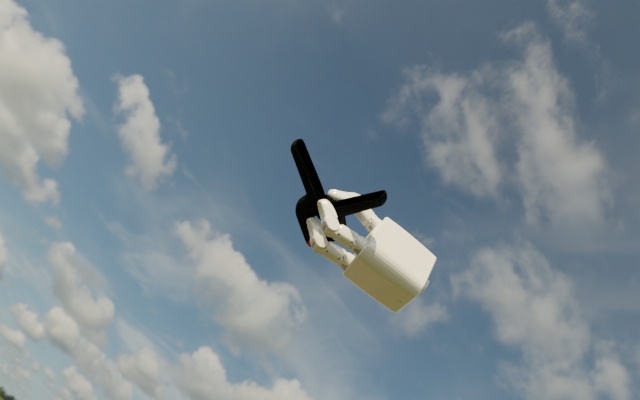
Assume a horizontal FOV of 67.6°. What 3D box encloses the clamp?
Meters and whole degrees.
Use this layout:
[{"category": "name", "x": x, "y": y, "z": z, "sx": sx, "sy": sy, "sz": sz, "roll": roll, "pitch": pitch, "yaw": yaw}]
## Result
[{"category": "clamp", "x": 0.001, "y": 0.002, "z": 0.775, "sx": 0.036, "sy": 0.164, "sz": 0.210, "roll": -48, "pitch": -7, "yaw": -38}]
